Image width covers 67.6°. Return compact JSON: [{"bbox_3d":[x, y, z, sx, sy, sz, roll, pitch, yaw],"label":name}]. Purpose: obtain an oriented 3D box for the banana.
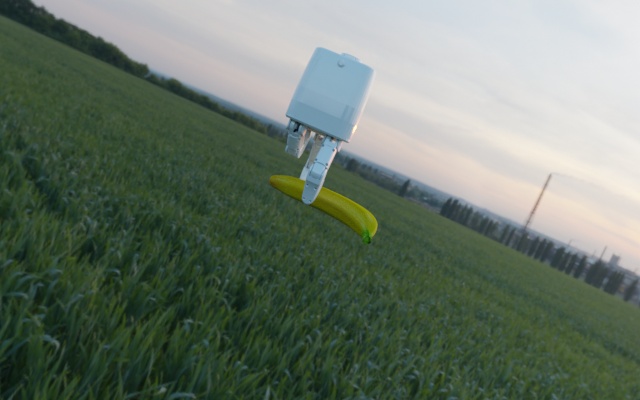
[{"bbox_3d":[0.013,0.006,0.701,0.197,0.037,0.069,29,10,32],"label":"banana"}]
